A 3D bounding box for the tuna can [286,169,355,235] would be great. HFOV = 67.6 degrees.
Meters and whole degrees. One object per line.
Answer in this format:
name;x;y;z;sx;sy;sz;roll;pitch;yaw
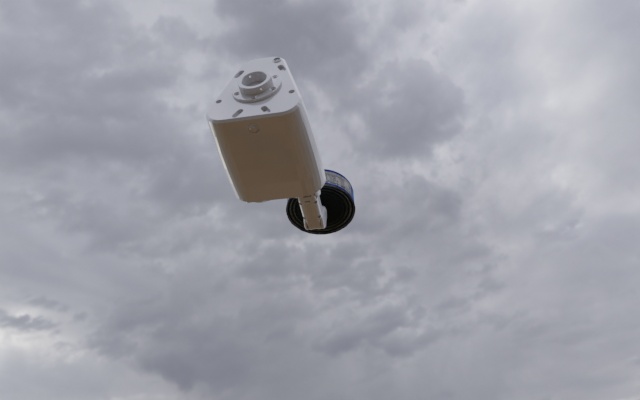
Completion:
tuna can;0.000;0.002;0.600;0.086;0.086;0.033;0;43;-1
